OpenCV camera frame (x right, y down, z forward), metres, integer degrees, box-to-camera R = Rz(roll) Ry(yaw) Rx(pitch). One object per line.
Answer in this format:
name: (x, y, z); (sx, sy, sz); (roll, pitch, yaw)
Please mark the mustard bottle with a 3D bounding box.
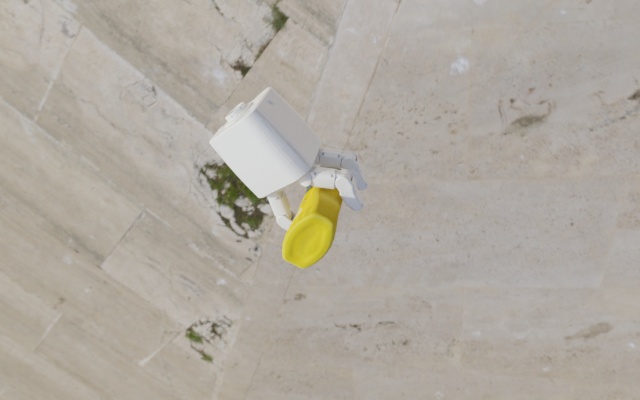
mustard bottle: (0.000, 0.003, 0.676); (0.058, 0.096, 0.191); (26, 35, -6)
